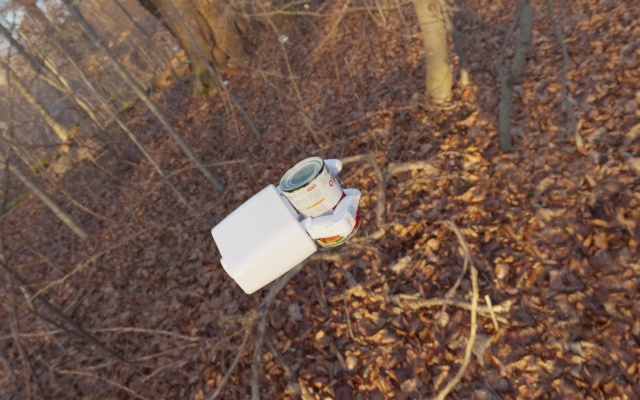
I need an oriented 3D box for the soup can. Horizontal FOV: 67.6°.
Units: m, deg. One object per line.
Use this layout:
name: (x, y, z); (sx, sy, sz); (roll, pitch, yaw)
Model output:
soup can: (0.000, 0.002, 0.627); (0.068, 0.102, 0.068); (-26, 29, 16)
